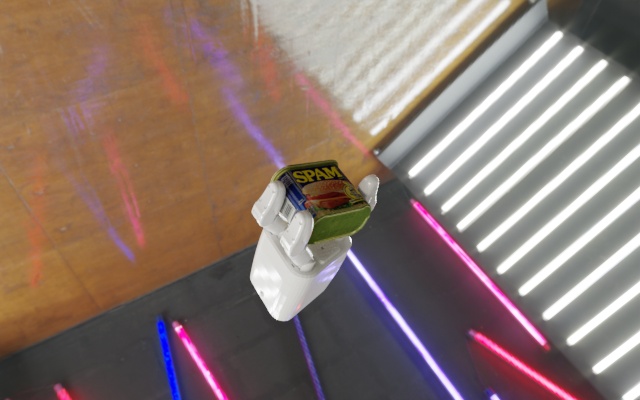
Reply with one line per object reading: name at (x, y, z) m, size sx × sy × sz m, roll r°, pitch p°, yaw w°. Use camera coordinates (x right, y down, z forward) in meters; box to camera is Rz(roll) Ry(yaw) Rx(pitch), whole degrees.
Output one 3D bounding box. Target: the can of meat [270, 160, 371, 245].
can of meat at (0.000, 0.002, 0.577) m, size 0.102 × 0.057 × 0.084 m, roll -11°, pitch 51°, yaw -38°
